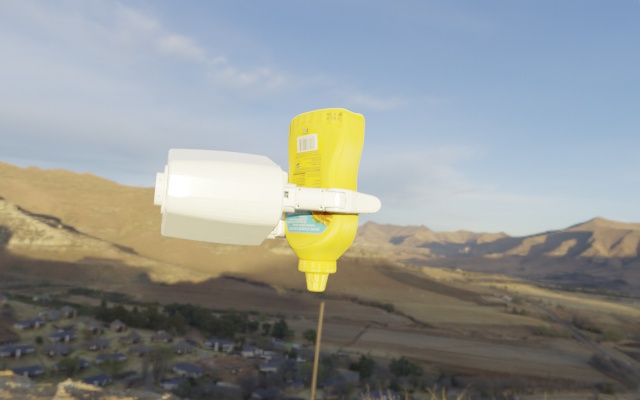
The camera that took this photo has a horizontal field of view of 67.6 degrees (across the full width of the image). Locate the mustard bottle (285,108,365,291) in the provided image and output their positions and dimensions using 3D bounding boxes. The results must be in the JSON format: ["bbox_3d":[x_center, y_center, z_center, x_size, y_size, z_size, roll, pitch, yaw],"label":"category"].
[{"bbox_3d":[0.000,0.001,0.522,0.058,0.191,0.096,8,-6,-43],"label":"mustard bottle"}]
